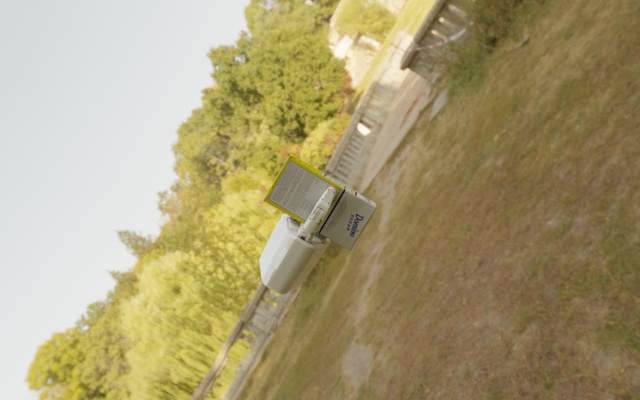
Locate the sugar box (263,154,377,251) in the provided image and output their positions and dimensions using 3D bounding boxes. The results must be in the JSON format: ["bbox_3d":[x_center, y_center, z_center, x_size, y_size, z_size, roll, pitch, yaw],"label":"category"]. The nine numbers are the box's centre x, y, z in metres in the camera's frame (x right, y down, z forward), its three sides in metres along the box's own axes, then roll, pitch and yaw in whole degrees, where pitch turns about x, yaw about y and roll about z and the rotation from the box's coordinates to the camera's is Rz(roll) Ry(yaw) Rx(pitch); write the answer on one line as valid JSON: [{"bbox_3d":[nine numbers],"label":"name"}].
[{"bbox_3d":[0.000,0.003,0.837,0.176,0.093,0.048,31,13,-3],"label":"sugar box"}]
